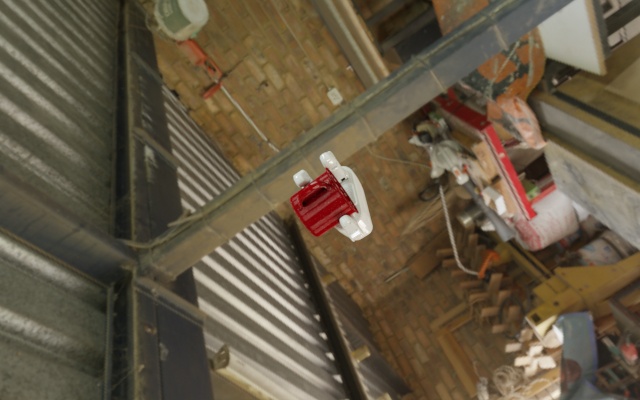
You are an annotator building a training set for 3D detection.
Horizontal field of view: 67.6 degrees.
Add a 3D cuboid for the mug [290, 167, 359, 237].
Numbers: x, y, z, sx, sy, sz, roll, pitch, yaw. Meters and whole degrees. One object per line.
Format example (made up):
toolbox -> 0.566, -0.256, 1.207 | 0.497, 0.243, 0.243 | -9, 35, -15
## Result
mug -> 0.000, 0.002, 0.775 | 0.081, 0.093, 0.117 | -35, -25, 6
